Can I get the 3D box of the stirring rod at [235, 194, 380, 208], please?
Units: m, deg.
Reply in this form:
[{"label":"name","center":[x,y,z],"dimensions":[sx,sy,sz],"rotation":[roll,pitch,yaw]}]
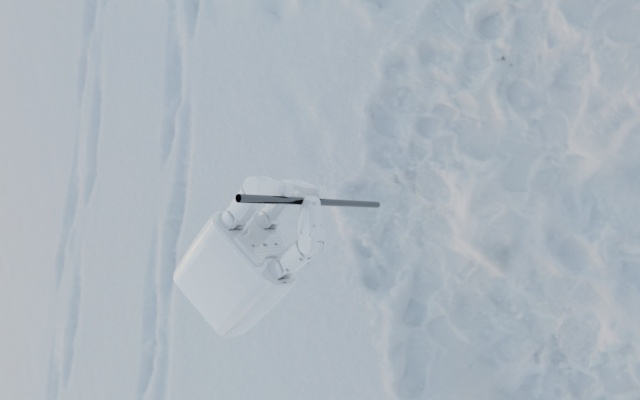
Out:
[{"label":"stirring rod","center":[0.000,0.002,0.521],"dimensions":[0.011,0.011,0.239],"rotation":[0,-2,38]}]
